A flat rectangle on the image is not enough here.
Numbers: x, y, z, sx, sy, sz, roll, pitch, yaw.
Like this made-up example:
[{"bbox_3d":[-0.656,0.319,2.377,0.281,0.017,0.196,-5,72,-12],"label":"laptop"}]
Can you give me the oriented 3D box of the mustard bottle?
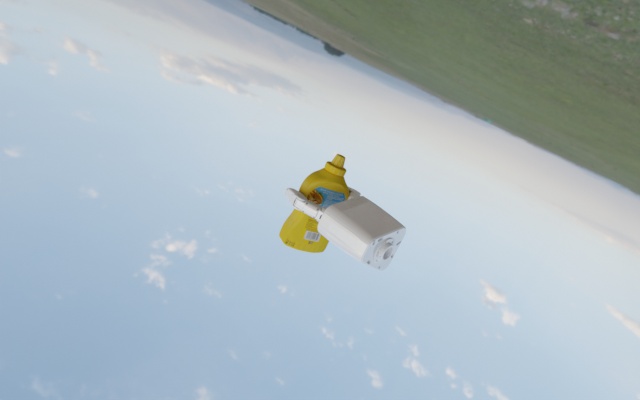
[{"bbox_3d":[0.000,0.003,0.891,0.096,0.192,0.058,15,18,-29],"label":"mustard bottle"}]
